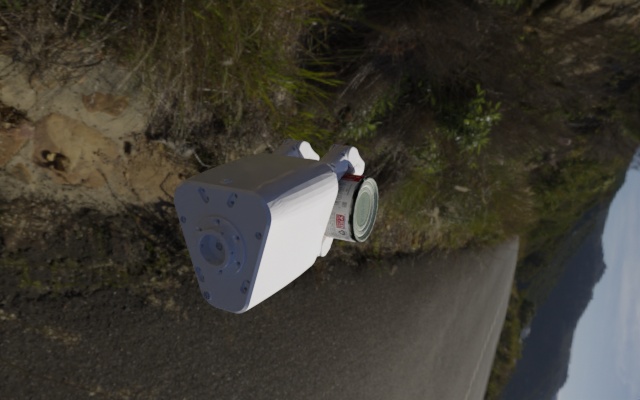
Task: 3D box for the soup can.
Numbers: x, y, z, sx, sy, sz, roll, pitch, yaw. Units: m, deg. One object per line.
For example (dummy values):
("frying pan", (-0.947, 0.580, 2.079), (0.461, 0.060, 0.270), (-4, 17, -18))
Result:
("soup can", (0.001, 0.002, 0.491), (0.102, 0.068, 0.068), (9, 4, 26))
